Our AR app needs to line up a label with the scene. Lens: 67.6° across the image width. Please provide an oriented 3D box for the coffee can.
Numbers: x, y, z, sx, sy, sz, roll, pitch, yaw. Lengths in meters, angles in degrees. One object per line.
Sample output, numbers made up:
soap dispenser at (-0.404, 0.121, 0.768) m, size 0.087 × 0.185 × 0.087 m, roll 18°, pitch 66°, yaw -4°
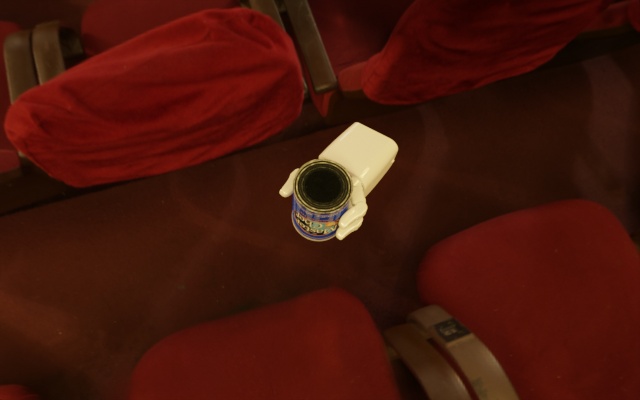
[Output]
coffee can at (0.000, 0.003, 0.863) m, size 0.103 × 0.102 × 0.140 m, roll 0°, pitch -24°, yaw -4°
